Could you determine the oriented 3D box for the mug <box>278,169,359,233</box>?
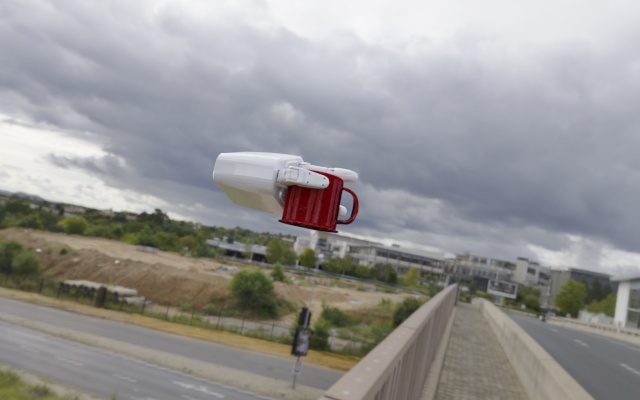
[{"bbox_3d":[0.001,0.002,0.713,0.117,0.081,0.093,9,-7,20],"label":"mug"}]
